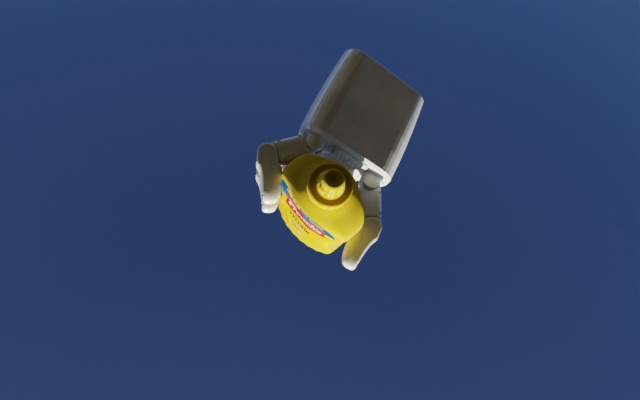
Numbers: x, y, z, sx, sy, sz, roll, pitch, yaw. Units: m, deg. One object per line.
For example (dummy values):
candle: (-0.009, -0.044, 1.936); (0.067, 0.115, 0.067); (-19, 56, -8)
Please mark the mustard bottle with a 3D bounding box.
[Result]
mustard bottle: (0.000, 0.002, 0.489); (0.058, 0.096, 0.192); (-38, -5, -14)
